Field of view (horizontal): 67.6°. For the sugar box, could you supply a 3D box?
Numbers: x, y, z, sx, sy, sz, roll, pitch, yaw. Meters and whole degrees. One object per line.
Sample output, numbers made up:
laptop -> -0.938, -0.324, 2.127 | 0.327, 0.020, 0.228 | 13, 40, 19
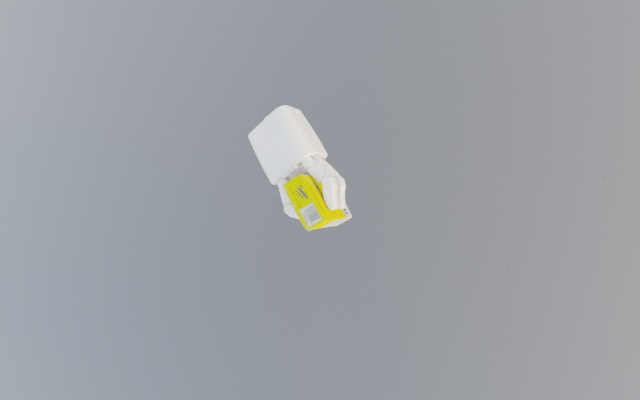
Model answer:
sugar box -> 0.000, 0.003, 0.884 | 0.048, 0.093, 0.176 | -30, -8, 19
